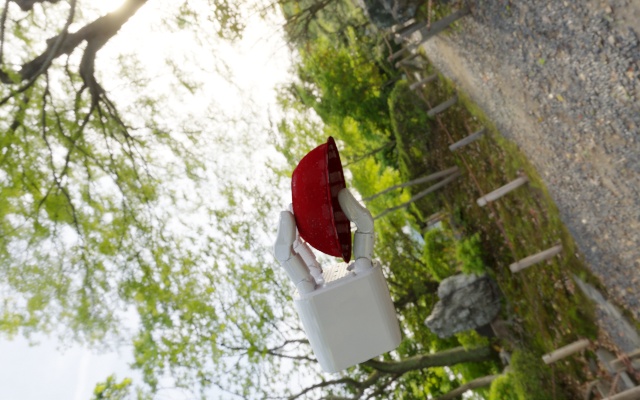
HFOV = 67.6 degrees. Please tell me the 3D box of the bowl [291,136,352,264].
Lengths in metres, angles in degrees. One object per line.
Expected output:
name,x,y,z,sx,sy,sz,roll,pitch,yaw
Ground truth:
bowl,-0.001,0.001,0.604,0.055,0.162,0.162,-7,-1,10
